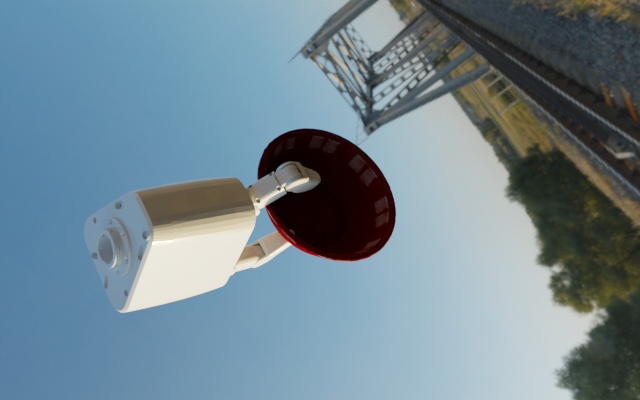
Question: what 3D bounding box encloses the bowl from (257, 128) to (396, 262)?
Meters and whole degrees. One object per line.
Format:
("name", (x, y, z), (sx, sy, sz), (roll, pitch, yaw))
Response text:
("bowl", (0.001, 0.002, 0.521), (0.162, 0.162, 0.055), (0, -29, -29))
